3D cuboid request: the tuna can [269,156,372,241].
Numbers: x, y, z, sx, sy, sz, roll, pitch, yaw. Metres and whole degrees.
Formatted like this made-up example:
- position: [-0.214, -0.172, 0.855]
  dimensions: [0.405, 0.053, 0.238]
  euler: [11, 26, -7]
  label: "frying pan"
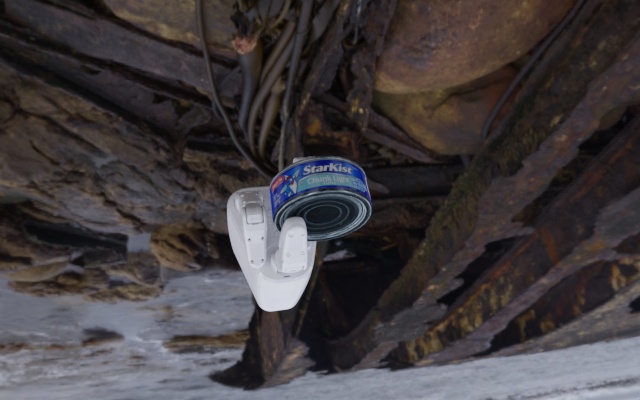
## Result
- position: [0.000, 0.002, 0.408]
  dimensions: [0.086, 0.033, 0.086]
  euler: [-7, -32, -4]
  label: "tuna can"
